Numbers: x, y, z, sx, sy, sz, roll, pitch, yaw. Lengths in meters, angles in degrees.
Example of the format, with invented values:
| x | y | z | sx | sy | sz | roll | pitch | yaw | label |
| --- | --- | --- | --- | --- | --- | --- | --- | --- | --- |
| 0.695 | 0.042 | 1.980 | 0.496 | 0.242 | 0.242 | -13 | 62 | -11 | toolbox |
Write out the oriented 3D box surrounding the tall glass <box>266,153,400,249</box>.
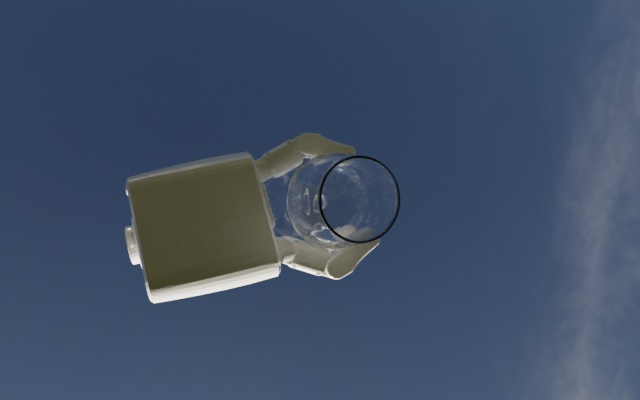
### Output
| x | y | z | sx | sy | sz | roll | pitch | yaw | label |
| --- | --- | --- | --- | --- | --- | --- | --- | --- | --- |
| 0.000 | 0.001 | 0.428 | 0.079 | 0.079 | 0.201 | 0 | -1 | -17 | tall glass |
